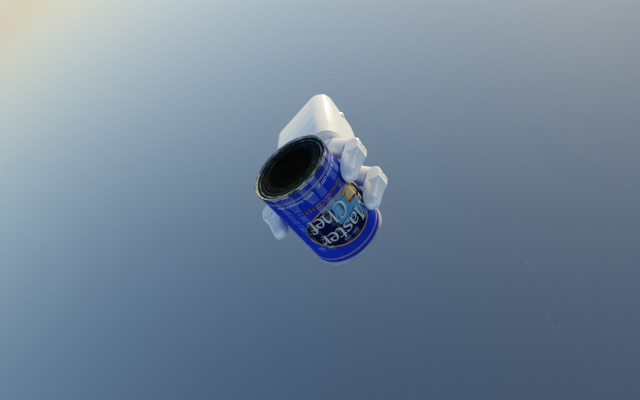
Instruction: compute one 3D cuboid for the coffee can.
[{"bbox_3d":[0.000,0.002,0.605,0.103,0.102,0.140,0,-37,43],"label":"coffee can"}]
